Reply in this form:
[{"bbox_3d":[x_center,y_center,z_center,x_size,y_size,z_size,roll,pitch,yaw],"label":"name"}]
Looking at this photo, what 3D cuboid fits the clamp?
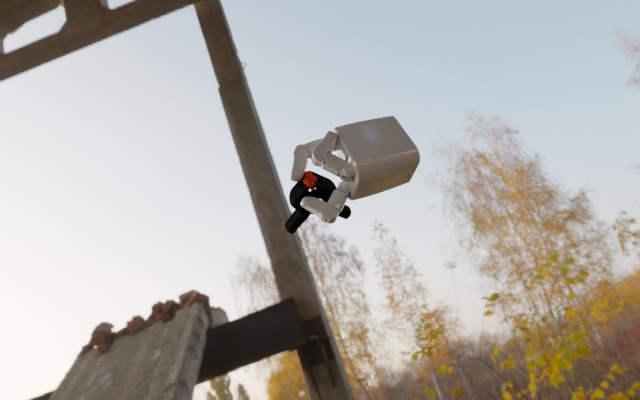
[{"bbox_3d":[0.000,0.002,0.796,0.120,0.039,0.171,-16,-24,-13],"label":"clamp"}]
